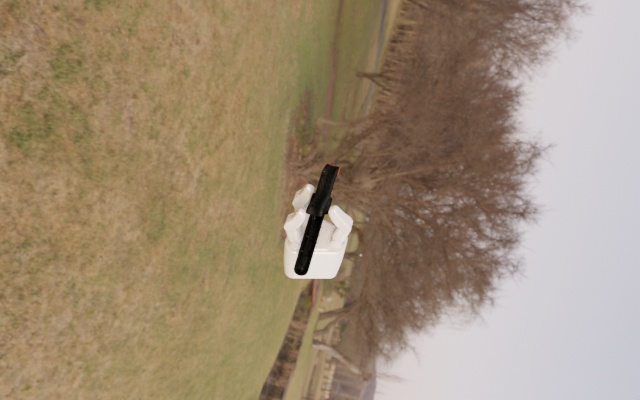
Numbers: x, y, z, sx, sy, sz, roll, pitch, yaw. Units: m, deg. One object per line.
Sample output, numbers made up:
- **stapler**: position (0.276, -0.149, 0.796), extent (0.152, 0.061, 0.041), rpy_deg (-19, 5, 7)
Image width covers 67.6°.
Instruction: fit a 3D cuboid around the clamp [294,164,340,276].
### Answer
- **clamp**: position (0.001, 0.003, 0.807), extent (0.036, 0.209, 0.165), rpy_deg (17, -38, 2)
